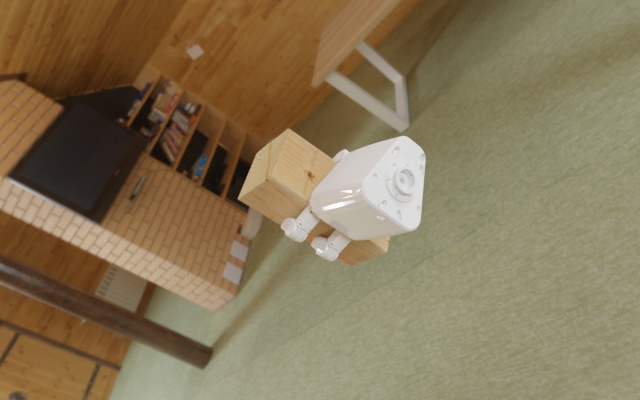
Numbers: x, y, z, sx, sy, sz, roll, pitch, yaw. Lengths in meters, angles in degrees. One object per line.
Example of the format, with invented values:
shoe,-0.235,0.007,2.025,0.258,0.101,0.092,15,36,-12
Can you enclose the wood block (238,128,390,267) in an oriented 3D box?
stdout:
wood block,0.000,0.002,0.692,0.206,0.090,0.090,34,-38,-24
